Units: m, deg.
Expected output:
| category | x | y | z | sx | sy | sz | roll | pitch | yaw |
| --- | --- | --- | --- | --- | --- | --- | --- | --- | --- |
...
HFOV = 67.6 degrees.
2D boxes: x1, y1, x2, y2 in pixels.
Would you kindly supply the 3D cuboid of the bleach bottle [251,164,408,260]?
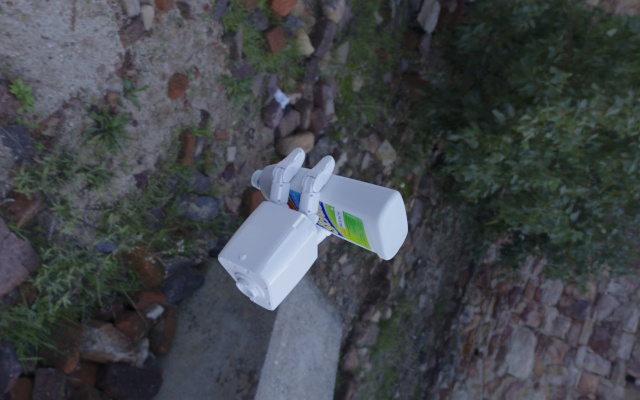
| category | x | y | z | sx | sy | sz | roll | pitch | yaw |
| --- | --- | --- | --- | --- | --- | --- | --- | --- | --- |
| bleach bottle | 0.000 | 0.002 | 0.707 | 0.251 | 0.103 | 0.068 | 18 | 54 | 33 |
